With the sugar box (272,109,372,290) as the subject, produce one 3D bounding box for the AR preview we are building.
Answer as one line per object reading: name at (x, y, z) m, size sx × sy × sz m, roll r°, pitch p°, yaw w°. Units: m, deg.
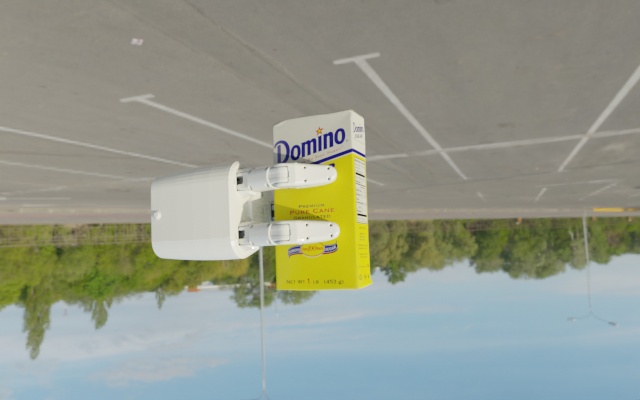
sugar box at (0.000, 0.002, 0.491) m, size 0.093 × 0.176 × 0.048 m, roll -6°, pitch -5°, yaw 24°
